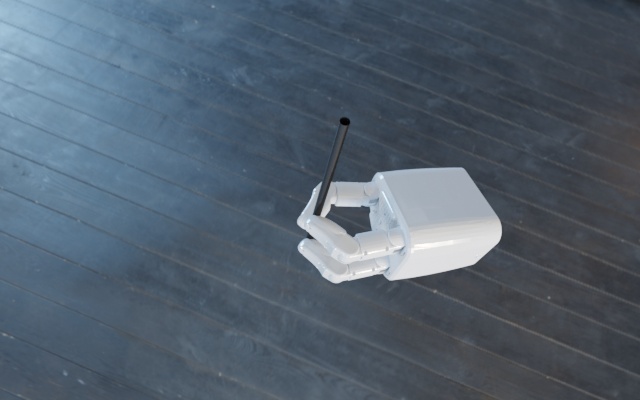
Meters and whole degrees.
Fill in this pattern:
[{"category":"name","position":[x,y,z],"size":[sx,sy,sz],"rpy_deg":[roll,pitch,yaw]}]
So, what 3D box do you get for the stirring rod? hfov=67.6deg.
[{"category":"stirring rod","position":[0.000,0.001,0.451],"size":[0.011,0.011,0.240],"rpy_deg":[0,-29,-10]}]
